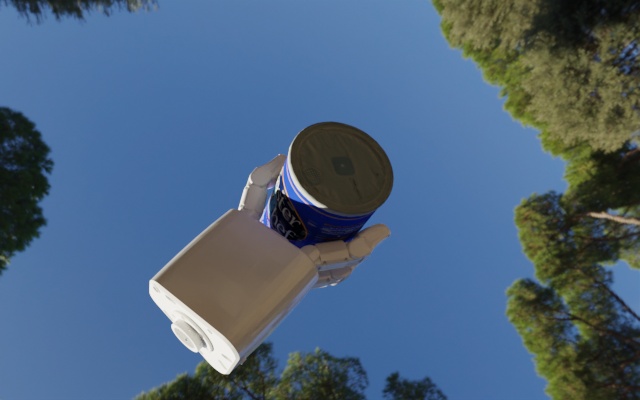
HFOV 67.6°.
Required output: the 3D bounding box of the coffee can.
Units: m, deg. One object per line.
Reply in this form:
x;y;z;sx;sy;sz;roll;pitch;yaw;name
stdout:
0.000;0.001;0.497;0.103;0.102;0.140;0;-30;-20;coffee can
